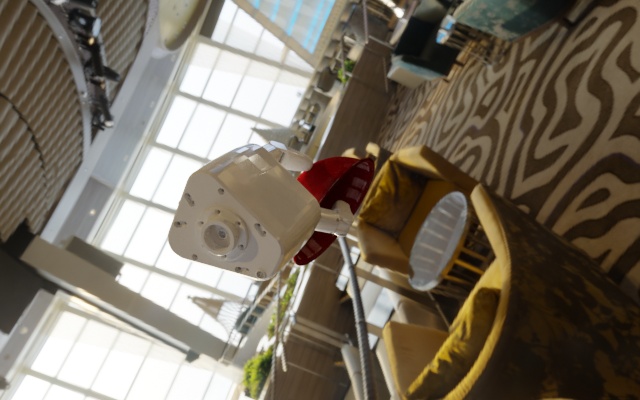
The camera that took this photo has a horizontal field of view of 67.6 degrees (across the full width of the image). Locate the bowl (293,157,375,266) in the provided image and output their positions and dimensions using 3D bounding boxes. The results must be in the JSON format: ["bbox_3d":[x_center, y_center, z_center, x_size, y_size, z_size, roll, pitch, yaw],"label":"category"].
[{"bbox_3d":[0.000,0.002,0.604,0.055,0.162,0.162,35,13,18],"label":"bowl"}]
